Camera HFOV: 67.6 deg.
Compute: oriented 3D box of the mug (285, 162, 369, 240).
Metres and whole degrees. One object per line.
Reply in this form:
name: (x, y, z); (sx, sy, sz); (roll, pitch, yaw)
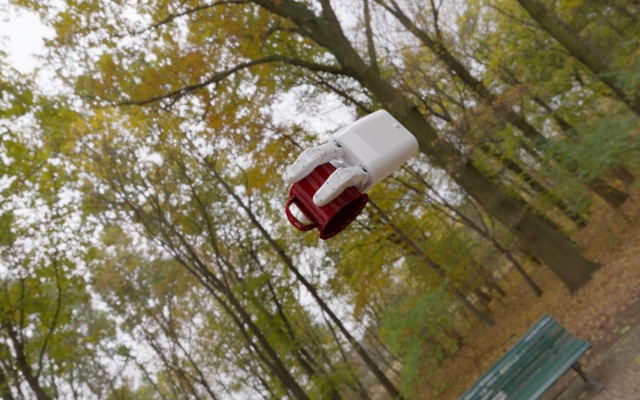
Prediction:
mug: (-0.001, 0.003, 0.689); (0.117, 0.081, 0.093); (-32, -22, -29)
